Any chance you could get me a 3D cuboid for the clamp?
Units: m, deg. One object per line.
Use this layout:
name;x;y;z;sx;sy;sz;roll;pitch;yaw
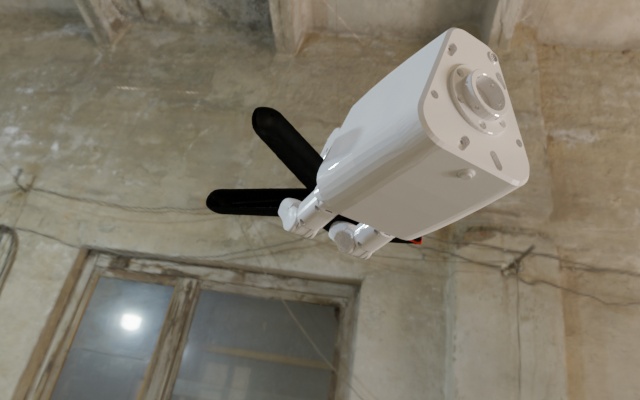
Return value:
clamp;0.001;0.001;0.451;0.210;0.036;0.164;23;-32;-23
